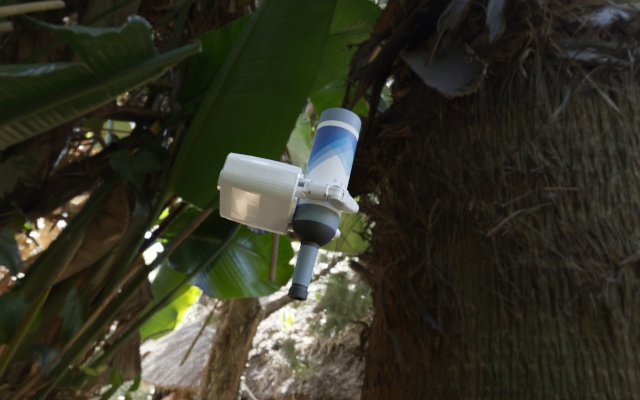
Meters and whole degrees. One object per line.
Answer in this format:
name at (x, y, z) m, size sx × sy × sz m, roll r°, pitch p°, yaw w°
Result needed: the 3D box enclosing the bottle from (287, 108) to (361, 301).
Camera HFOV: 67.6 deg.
bottle at (0.000, 0.002, 0.709) m, size 0.069 × 0.295 × 0.069 m, roll 12°, pitch -23°, yaw 5°
